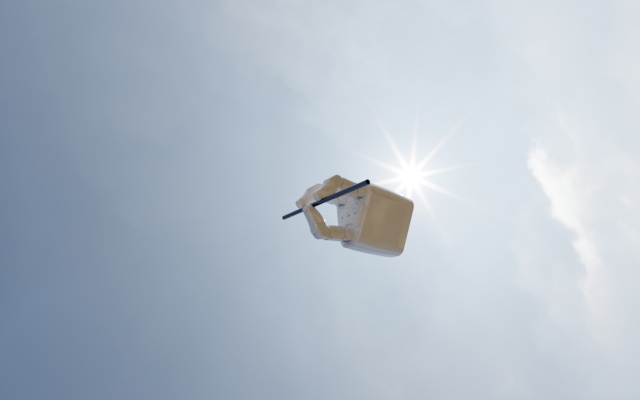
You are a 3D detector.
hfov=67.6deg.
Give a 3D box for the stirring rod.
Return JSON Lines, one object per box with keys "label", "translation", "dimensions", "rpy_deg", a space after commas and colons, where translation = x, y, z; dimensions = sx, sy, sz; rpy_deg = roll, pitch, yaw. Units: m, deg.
{"label": "stirring rod", "translation": [0.000, 0.002, 0.751], "dimensions": [0.011, 0.011, 0.239], "rpy_deg": [0, -14, -34]}
